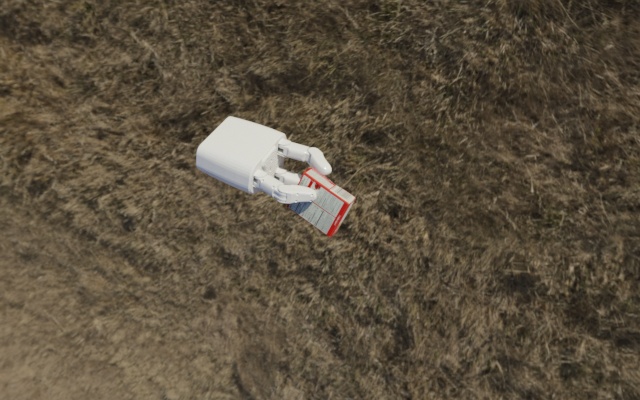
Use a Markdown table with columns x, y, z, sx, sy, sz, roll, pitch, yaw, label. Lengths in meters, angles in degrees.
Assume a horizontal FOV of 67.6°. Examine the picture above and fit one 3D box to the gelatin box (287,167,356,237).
| x | y | z | sx | sy | sz | roll | pitch | yaw | label |
| --- | --- | --- | --- | --- | --- | --- | --- | --- | --- |
| 0.000 | 0.003 | 0.746 | 0.089 | 0.073 | 0.030 | 35 | 34 | 12 | gelatin box |
